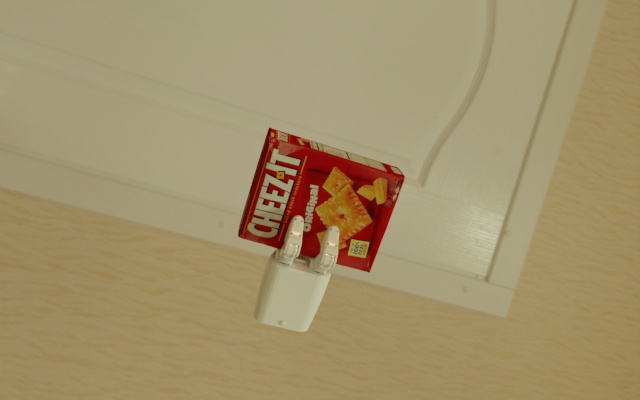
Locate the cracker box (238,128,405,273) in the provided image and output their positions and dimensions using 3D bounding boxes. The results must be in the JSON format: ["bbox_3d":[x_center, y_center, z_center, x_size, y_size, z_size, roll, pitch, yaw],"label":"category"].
[{"bbox_3d":[0.000,0.002,0.727,0.214,0.164,0.072,16,16,-10],"label":"cracker box"}]
